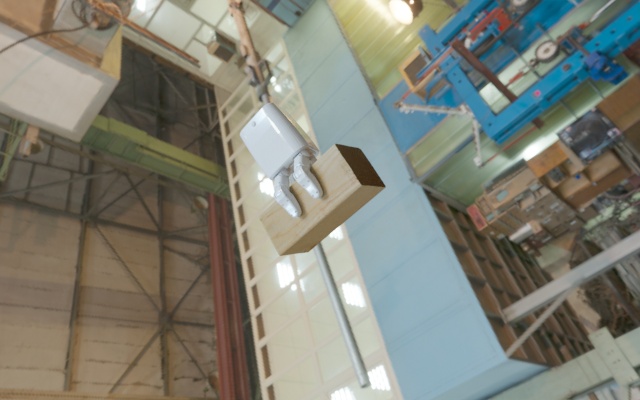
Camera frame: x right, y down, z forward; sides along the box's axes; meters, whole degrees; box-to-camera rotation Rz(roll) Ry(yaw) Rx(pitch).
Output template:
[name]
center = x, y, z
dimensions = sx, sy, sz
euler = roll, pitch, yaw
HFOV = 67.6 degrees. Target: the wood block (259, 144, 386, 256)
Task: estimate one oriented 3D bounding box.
[wood block]
center = 0.000, 0.003, 0.847
dimensions = 0.206, 0.090, 0.091
euler = -42, -22, 27
